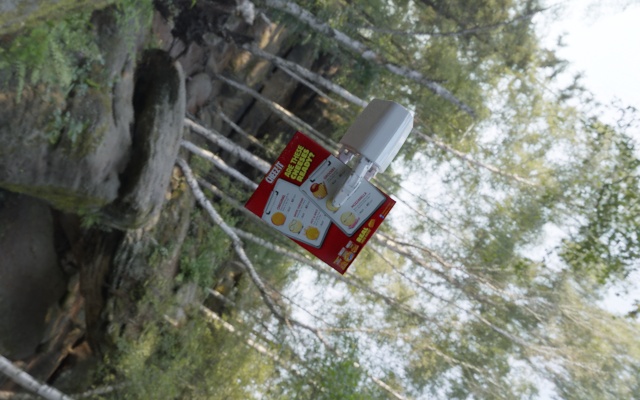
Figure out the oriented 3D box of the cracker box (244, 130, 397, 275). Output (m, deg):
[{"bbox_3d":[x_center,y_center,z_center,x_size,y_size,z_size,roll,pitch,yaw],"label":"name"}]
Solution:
[{"bbox_3d":[0.000,0.003,0.851,0.214,0.164,0.072,35,3,-7],"label":"cracker box"}]
